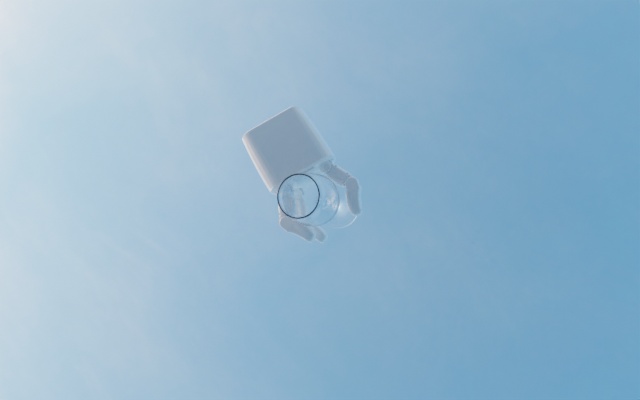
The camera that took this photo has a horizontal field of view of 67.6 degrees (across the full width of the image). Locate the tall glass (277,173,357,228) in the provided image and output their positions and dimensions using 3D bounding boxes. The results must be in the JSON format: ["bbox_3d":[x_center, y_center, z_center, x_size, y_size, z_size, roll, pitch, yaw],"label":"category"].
[{"bbox_3d":[0.000,0.003,0.734,0.079,0.079,0.201,0,-5,18],"label":"tall glass"}]
